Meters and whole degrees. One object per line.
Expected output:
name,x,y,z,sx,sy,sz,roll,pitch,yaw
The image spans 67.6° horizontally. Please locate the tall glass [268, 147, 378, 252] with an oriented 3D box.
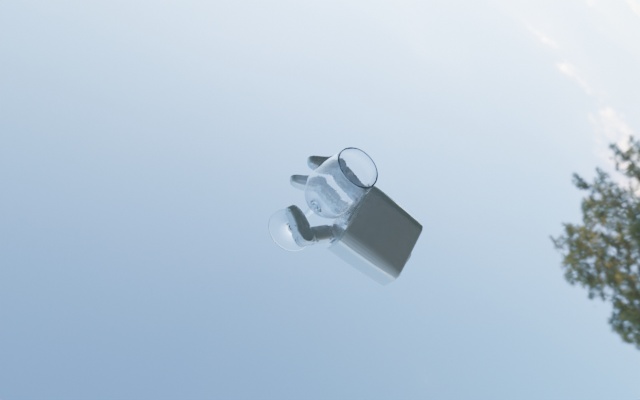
tall glass,0.000,0.003,0.687,0.079,0.079,0.201,0,-27,-33
